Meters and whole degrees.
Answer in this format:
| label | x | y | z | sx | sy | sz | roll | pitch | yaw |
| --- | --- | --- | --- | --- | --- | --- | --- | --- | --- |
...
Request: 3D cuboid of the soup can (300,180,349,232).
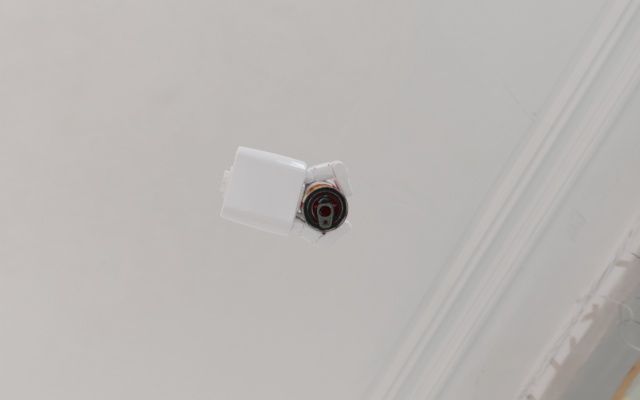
| label | x | y | z | sx | sy | sz | roll | pitch | yaw |
| --- | --- | --- | --- | --- | --- | --- | --- | --- | --- |
| soup can | 0.001 | 0.002 | 0.736 | 0.068 | 0.068 | 0.102 | 0 | 12 | -8 |
